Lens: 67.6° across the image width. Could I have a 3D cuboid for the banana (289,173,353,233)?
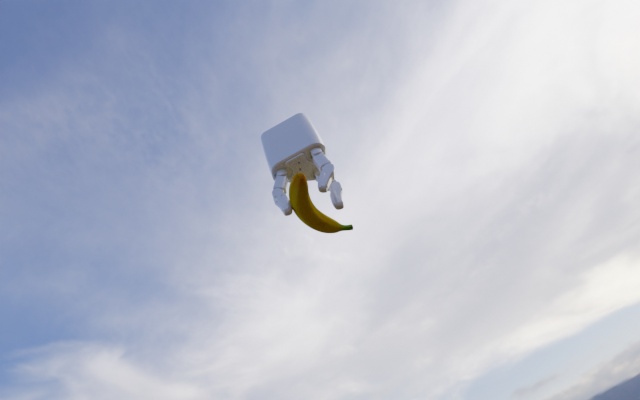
[{"bbox_3d":[-0.014,0.014,0.870,0.069,0.037,0.198,-30,-41,14],"label":"banana"}]
